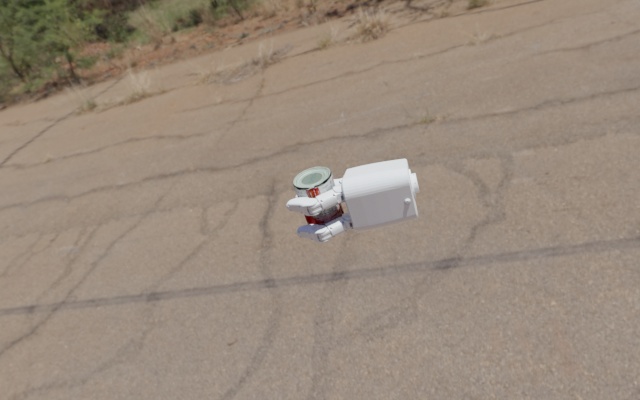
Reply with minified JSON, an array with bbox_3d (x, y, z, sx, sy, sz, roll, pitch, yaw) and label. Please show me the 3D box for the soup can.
[{"bbox_3d":[0.000,0.002,0.806,0.068,0.102,0.068,-14,31,9],"label":"soup can"}]
